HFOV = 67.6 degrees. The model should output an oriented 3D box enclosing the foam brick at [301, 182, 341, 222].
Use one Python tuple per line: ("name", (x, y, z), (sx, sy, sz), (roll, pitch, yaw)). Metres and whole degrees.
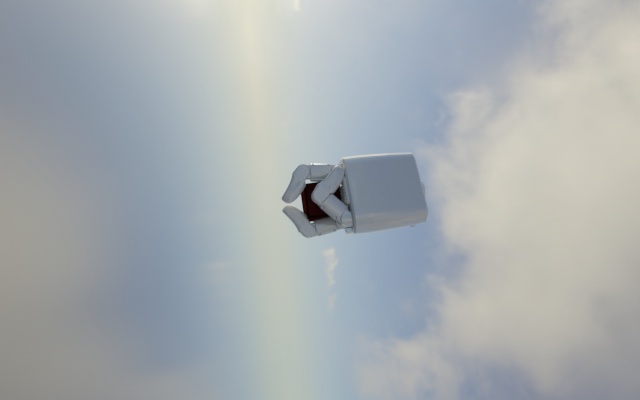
("foam brick", (0.000, 0.002, 0.721), (0.051, 0.053, 0.078), (-7, -5, -7))
